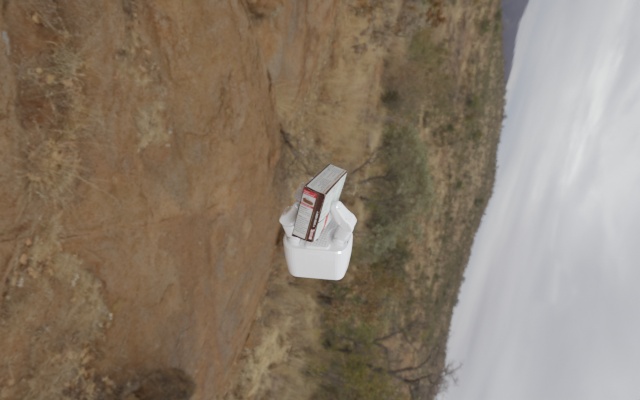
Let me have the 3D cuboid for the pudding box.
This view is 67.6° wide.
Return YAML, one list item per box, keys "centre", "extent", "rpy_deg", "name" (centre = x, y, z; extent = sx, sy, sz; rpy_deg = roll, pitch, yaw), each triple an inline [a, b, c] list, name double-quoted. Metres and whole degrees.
- centre: [0.000, 0.003, 0.752]
  extent: [0.039, 0.090, 0.113]
  rpy_deg: [20, 27, 11]
  name: "pudding box"
